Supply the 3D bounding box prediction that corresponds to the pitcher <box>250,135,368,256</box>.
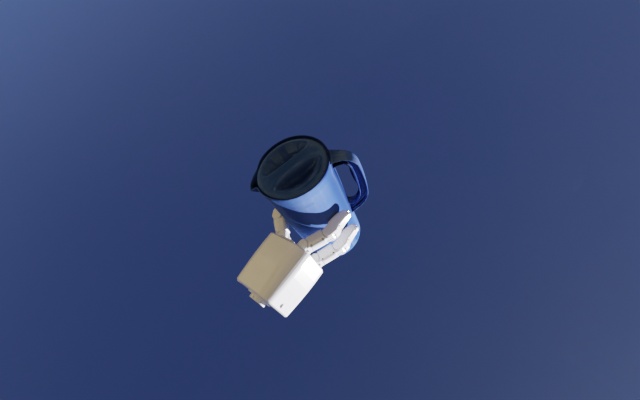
[{"bbox_3d":[0.000,0.003,0.867,0.149,0.145,0.243,25,-20,34],"label":"pitcher"}]
